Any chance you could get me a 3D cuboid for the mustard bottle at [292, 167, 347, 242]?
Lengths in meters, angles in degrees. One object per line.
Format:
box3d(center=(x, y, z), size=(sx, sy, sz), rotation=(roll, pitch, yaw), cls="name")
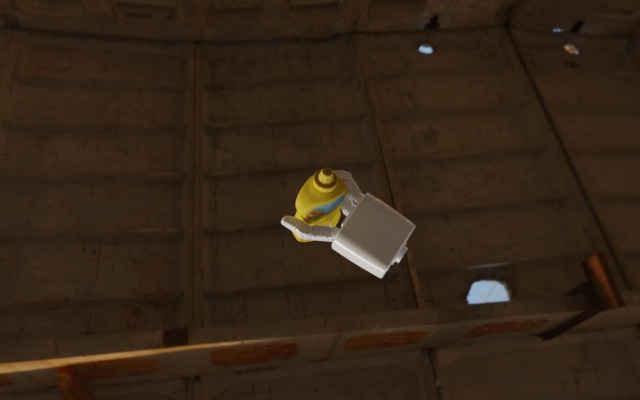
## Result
box3d(center=(0.000, 0.003, 0.859), size=(0.096, 0.058, 0.192), rotation=(-24, -25, -20), cls="mustard bottle")
